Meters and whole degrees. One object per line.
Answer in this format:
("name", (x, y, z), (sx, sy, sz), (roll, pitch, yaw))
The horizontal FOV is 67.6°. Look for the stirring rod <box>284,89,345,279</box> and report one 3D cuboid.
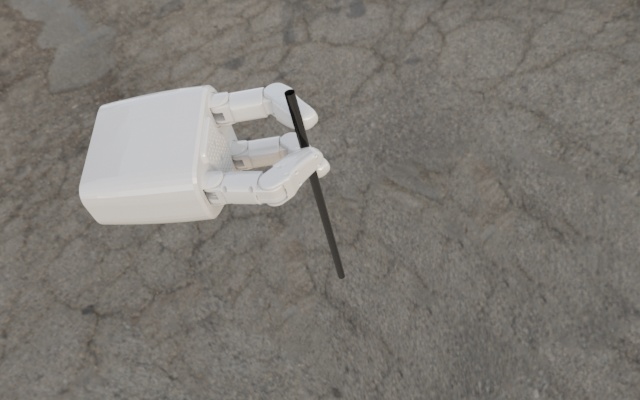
("stirring rod", (0.000, 0.002, 0.440), (0.011, 0.011, 0.240), (0, -43, 15))
